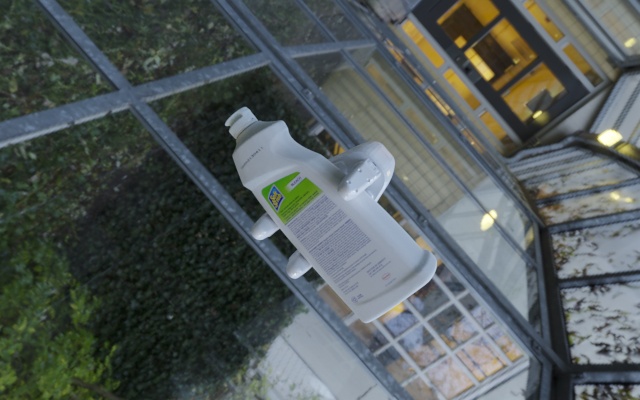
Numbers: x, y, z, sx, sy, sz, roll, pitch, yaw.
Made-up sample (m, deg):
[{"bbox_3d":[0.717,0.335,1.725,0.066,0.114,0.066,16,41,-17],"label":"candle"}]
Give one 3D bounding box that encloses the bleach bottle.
[{"bbox_3d":[0.000,0.002,0.494,0.102,0.251,0.068,-41,1,21],"label":"bleach bottle"}]
